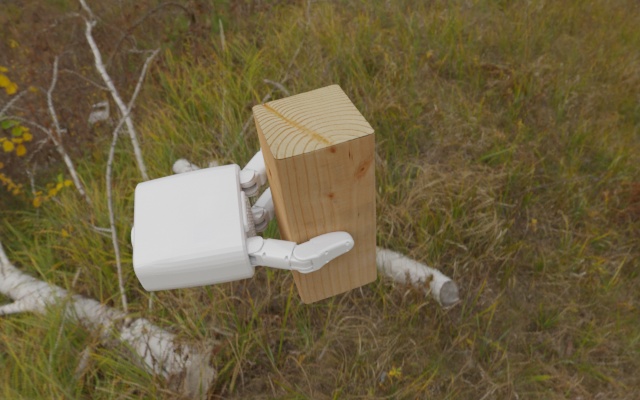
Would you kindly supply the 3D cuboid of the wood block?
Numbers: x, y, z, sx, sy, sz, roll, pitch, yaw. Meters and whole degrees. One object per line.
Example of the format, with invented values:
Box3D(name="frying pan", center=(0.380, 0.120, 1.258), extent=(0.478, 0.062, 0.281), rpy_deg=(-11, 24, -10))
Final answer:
Box3D(name="wood block", center=(0.000, 0.002, 0.494), extent=(0.090, 0.206, 0.090), rpy_deg=(-17, 45, -10))
